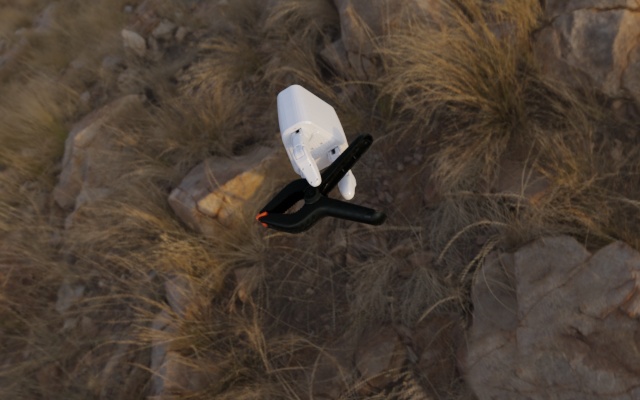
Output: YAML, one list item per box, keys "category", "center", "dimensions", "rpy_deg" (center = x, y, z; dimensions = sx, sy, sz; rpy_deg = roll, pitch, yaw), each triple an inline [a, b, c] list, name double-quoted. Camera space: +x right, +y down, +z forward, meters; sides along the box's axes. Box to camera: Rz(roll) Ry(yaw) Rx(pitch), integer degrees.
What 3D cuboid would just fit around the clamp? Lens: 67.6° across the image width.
- category: "clamp"
  center: [-0.001, 0.002, 0.703]
  dimensions: [0.210, 0.164, 0.036]
  rpy_deg: [-27, -44, 15]
